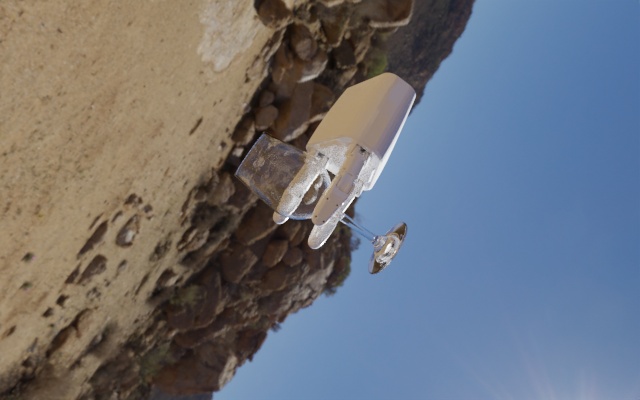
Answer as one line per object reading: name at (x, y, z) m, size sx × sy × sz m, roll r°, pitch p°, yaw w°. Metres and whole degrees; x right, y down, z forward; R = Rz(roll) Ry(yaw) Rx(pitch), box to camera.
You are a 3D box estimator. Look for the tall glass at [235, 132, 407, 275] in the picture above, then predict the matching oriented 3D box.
tall glass at (0.001, 0.002, 0.560) m, size 0.201 × 0.079 × 0.079 m, roll 34°, pitch -6°, yaw -9°
